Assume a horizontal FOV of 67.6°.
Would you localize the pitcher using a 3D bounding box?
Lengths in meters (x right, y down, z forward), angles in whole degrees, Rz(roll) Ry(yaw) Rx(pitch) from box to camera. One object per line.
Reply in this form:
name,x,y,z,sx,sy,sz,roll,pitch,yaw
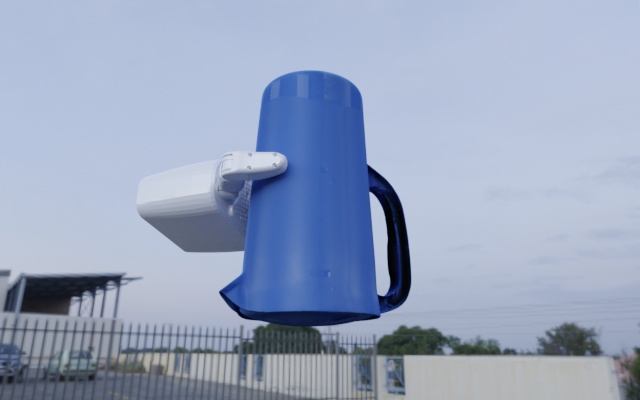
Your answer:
pitcher,0.000,0.002,0.480,0.145,0.242,0.149,-8,-20,26
